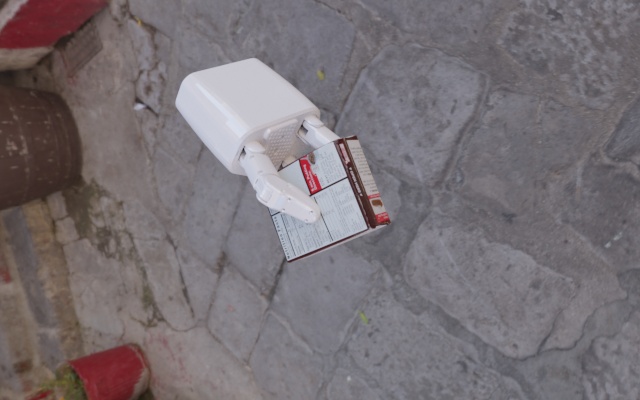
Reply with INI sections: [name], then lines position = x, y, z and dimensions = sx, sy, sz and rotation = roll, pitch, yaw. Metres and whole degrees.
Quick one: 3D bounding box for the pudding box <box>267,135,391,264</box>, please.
[pudding box]
position = 0.000, 0.001, 0.458
dimensions = 0.113, 0.090, 0.039
rotation = -26, -7, 40
